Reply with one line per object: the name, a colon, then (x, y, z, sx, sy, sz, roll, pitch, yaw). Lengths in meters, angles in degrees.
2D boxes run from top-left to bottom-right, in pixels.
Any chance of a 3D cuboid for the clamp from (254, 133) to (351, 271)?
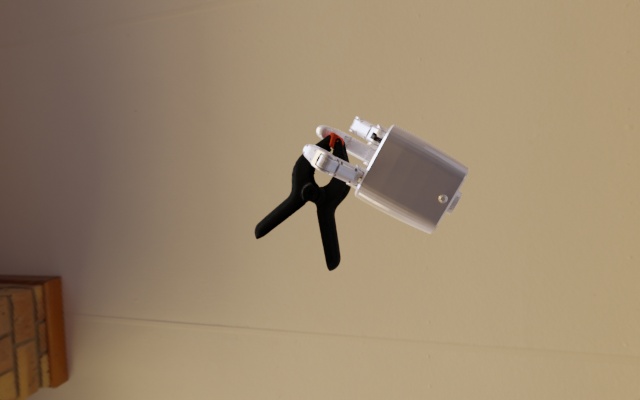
clamp: (0.000, 0.002, 0.612, 0.120, 0.171, 0.039, 30, 10, 7)
